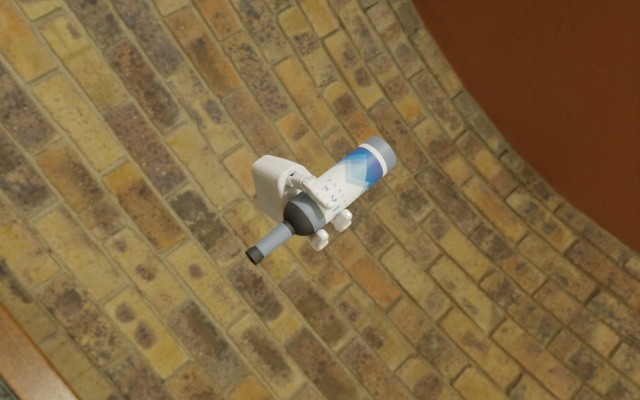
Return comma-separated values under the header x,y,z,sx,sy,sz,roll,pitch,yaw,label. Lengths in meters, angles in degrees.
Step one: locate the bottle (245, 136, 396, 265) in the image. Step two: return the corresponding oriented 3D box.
x,y,z,sx,sy,sz,roll,pitch,yaw,label
0.000,0.002,0.781,0.295,0.069,0.069,-39,15,-20,bottle
